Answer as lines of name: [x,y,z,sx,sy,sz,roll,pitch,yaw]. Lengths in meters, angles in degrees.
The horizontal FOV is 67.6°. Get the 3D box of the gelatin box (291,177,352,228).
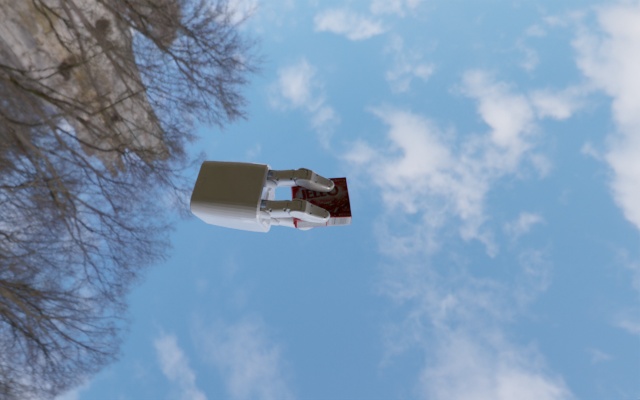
gelatin box: [0.000,0.003,0.739,0.089,0.073,0.030,-3,-32,-6]
